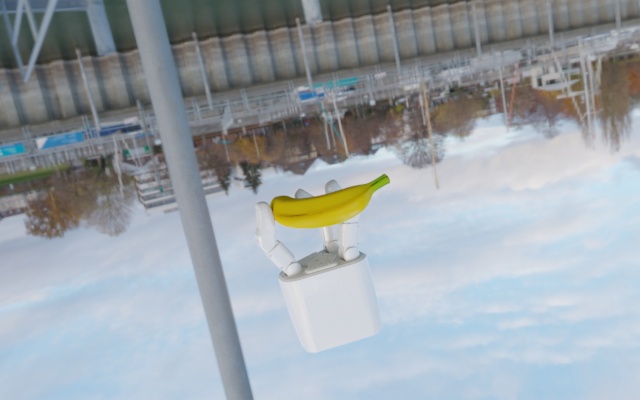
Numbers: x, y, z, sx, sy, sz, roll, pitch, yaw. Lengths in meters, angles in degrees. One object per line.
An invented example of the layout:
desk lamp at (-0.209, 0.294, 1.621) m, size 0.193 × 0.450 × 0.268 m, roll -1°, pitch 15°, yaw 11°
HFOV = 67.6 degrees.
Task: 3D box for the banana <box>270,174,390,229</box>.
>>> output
banana at (-0.010, 0.009, 0.565) m, size 0.198 × 0.037 × 0.069 m, roll -8°, pitch 16°, yaw 46°
